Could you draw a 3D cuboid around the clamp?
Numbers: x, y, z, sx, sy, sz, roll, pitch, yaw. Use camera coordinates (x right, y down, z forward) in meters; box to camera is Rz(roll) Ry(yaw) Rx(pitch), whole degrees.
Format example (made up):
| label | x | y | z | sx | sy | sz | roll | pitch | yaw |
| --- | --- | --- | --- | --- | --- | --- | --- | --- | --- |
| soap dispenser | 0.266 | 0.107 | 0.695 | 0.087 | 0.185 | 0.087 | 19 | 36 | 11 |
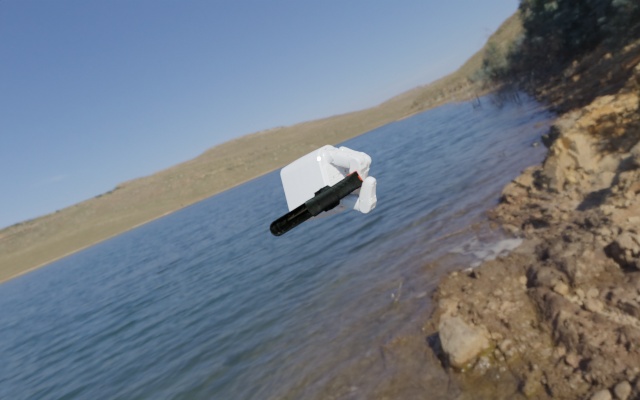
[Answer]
| label | x | y | z | sx | sy | sz | roll | pitch | yaw |
| --- | --- | --- | --- | --- | --- | --- | --- | --- | --- |
| clamp | 0.000 | 0.002 | 0.732 | 0.120 | 0.039 | 0.171 | -23 | 4 | 42 |
